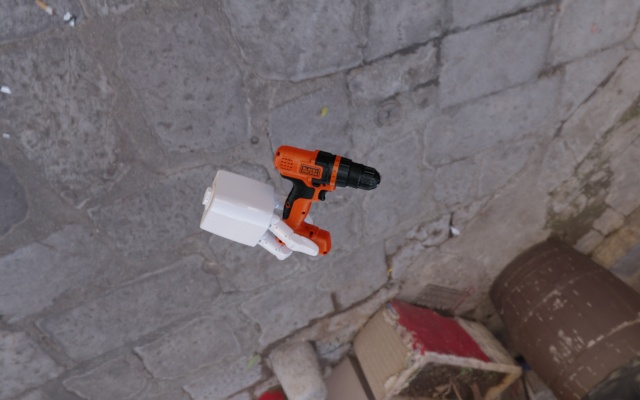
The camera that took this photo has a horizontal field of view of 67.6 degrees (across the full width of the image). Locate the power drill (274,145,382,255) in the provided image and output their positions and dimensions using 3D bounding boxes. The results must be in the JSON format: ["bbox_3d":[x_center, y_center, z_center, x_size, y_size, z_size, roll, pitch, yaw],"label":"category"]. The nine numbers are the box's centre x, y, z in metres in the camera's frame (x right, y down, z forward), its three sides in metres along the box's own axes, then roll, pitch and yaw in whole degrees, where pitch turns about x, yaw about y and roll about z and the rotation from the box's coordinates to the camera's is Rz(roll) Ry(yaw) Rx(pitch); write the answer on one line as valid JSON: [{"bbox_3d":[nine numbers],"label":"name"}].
[{"bbox_3d":[0.000,0.003,0.845,0.184,0.188,0.057,15,28,5],"label":"power drill"}]
